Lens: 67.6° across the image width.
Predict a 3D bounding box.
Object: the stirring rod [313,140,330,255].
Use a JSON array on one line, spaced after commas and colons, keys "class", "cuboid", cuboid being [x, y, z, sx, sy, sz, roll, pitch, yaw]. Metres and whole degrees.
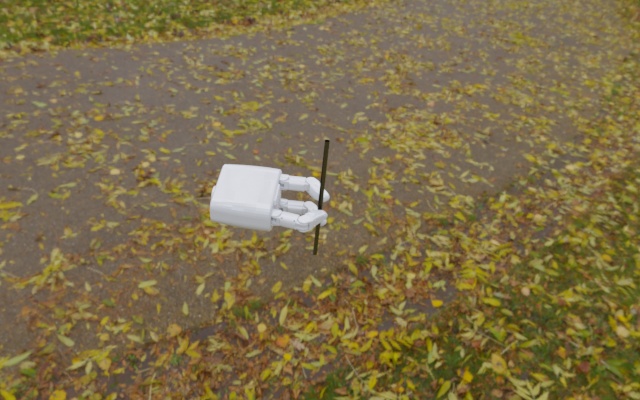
[{"class": "stirring rod", "cuboid": [0.000, 0.003, 0.825, 0.011, 0.240, 0.011, 4, 36, -3]}]
